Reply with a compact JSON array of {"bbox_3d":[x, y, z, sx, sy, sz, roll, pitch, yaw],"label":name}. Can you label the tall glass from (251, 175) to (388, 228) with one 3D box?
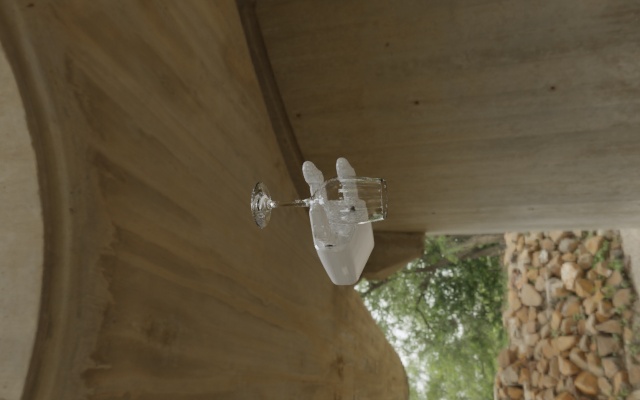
[{"bbox_3d":[-0.001,0.002,0.738,0.201,0.079,0.079,-3,-1,17],"label":"tall glass"}]
